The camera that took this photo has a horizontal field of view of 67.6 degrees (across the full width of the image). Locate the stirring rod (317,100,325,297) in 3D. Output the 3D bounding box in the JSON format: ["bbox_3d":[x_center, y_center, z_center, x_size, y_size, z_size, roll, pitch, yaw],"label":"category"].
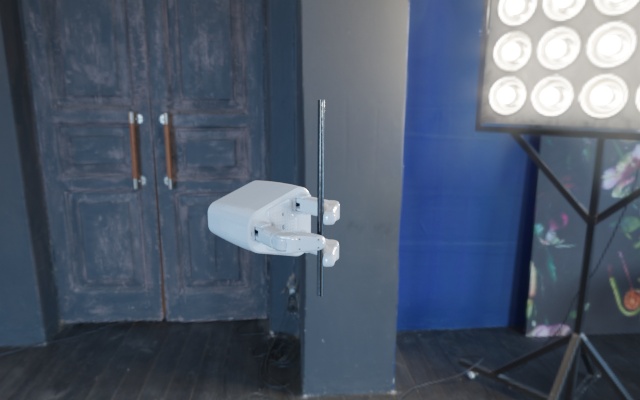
[{"bbox_3d":[0.000,0.002,0.574,0.011,0.239,0.011,0,13,0],"label":"stirring rod"}]
